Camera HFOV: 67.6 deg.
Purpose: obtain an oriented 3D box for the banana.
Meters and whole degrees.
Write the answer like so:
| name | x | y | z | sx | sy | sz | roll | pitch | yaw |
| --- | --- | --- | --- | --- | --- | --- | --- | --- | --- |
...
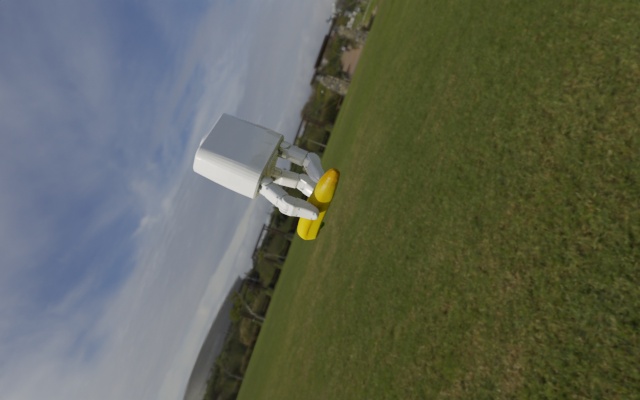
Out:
| name | x | y | z | sx | sy | sz | roll | pitch | yaw |
| --- | --- | --- | --- | --- | --- | --- | --- | --- | --- |
| banana | -0.008 | 0.019 | 0.773 | 0.037 | 0.069 | 0.198 | 26 | -28 | 4 |
